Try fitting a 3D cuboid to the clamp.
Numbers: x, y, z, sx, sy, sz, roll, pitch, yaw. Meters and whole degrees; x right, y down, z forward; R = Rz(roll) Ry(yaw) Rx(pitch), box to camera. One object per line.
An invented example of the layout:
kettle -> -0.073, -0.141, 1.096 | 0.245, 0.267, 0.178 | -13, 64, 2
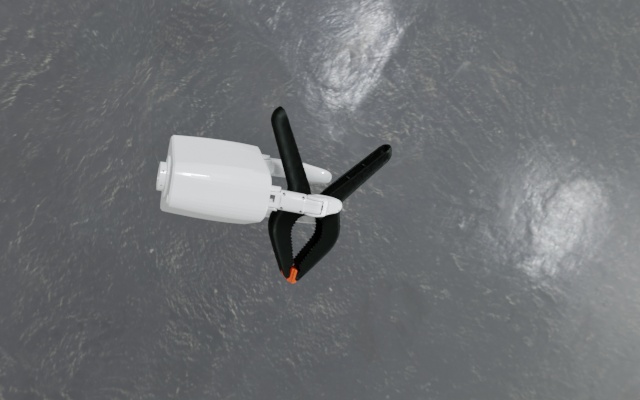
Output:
clamp -> 0.000, 0.003, 0.598 | 0.164, 0.210, 0.036 | 8, 10, -22
